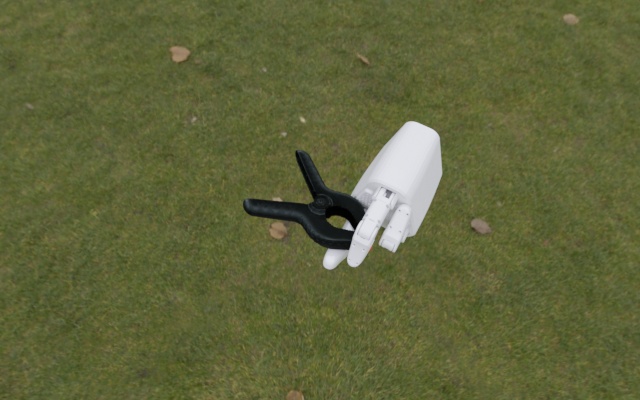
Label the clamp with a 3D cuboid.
[{"bbox_3d":[0.000,0.002,0.617,0.171,0.120,0.039,26,-24,12],"label":"clamp"}]
